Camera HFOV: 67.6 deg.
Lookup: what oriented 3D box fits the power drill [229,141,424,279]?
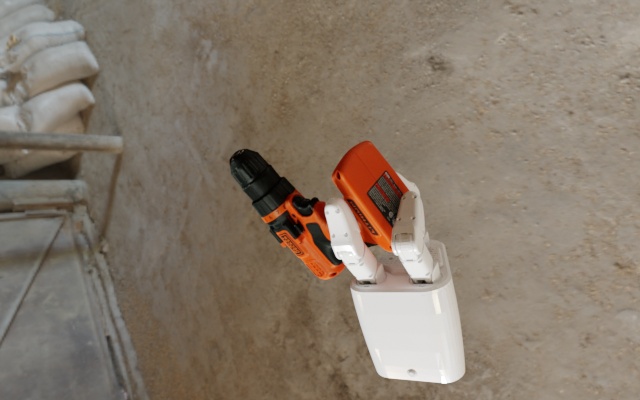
[{"bbox_3d":[0.000,0.002,0.496,0.057,0.184,0.188,-50,17,-30],"label":"power drill"}]
